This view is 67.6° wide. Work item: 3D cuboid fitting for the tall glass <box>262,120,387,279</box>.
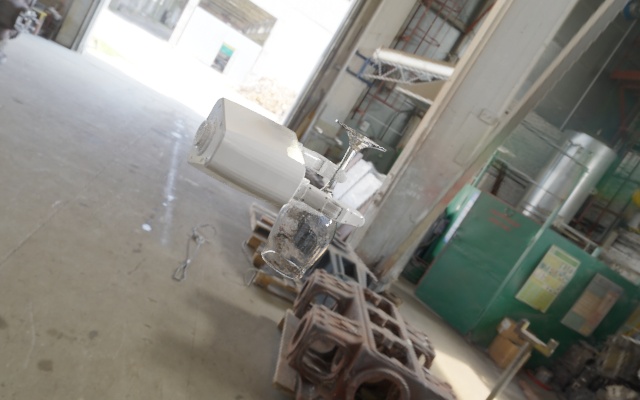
[{"bbox_3d":[0.001,0.002,0.613,0.079,0.201,0.079,30,9,-6],"label":"tall glass"}]
